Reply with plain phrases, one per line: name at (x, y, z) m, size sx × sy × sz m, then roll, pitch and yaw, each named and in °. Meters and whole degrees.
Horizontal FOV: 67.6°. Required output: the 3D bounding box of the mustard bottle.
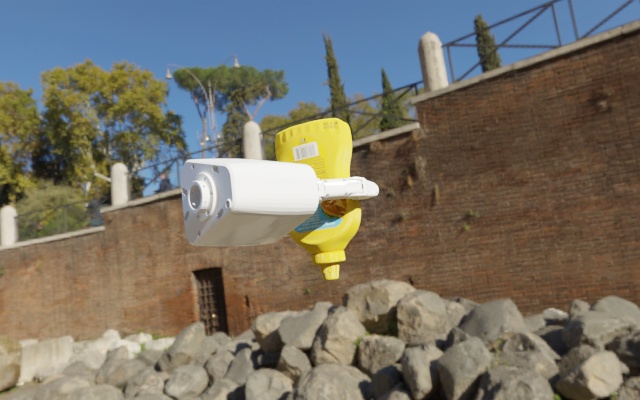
mustard bottle at (0.000, 0.002, 0.590) m, size 0.096 × 0.191 × 0.058 m, roll -11°, pitch -8°, yaw 23°
